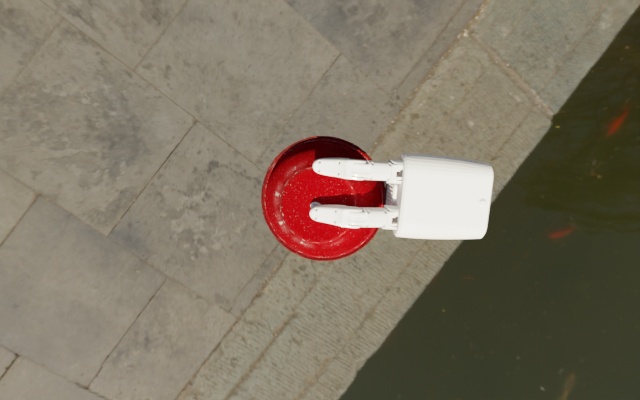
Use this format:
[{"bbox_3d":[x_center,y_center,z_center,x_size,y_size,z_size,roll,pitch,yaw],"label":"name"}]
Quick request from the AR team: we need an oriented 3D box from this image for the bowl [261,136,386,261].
[{"bbox_3d":[-0.001,0.002,0.586,0.162,0.162,0.055,0,8,7],"label":"bowl"}]
